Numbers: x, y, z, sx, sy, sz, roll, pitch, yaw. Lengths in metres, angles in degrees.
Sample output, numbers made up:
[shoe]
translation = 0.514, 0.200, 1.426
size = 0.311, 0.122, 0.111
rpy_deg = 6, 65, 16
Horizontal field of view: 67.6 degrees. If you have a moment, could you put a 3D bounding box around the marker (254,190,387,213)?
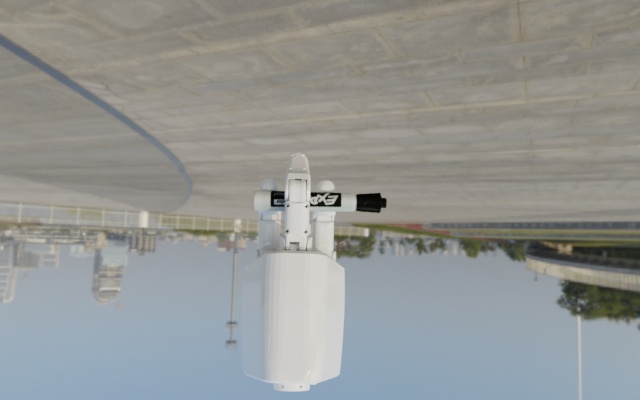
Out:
[marker]
translation = 0.000, 0.001, 0.438
size = 0.121, 0.020, 0.020
rpy_deg = 1, 0, -2
